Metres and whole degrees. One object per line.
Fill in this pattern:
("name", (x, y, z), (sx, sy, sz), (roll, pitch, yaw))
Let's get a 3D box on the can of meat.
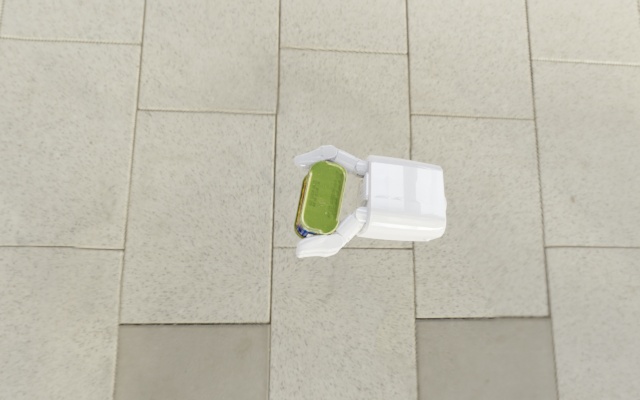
("can of meat", (0.000, 0.002, 0.655), (0.057, 0.102, 0.084), (12, -11, -4))
